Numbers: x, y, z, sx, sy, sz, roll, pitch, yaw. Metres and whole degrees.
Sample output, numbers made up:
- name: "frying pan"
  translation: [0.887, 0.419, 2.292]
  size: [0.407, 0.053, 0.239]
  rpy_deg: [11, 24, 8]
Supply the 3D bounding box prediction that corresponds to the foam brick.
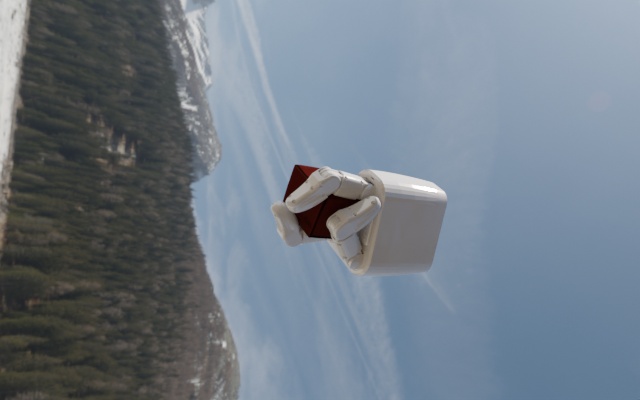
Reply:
- name: "foam brick"
  translation: [0.000, 0.002, 0.540]
  size: [0.051, 0.053, 0.078]
  rpy_deg: [5, 28, -34]
